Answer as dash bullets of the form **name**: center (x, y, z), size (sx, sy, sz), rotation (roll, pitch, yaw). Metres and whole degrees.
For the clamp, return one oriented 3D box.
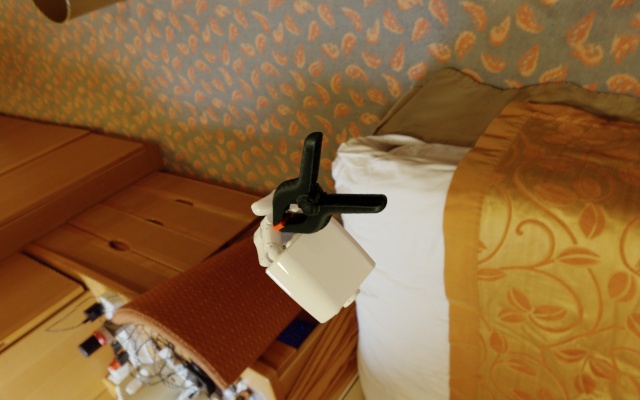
- **clamp**: center (0.000, 0.002, 0.588), size (0.039, 0.120, 0.171), rotation (-48, 0, -40)
